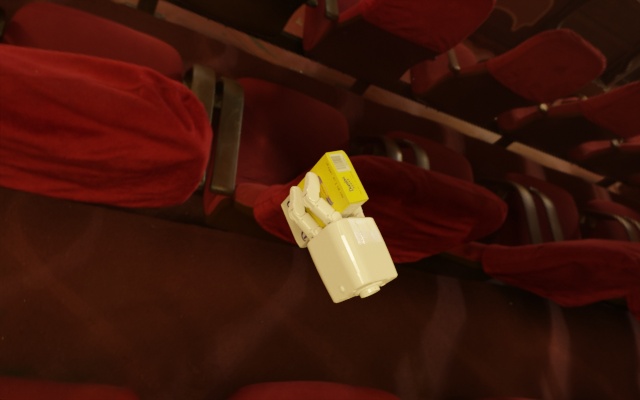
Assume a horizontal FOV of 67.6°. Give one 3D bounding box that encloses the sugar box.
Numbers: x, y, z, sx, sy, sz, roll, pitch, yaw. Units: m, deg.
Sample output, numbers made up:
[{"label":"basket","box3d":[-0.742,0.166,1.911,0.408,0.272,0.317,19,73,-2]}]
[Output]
[{"label":"sugar box","box3d":[0.000,0.003,0.800,0.048,0.093,0.176,-10,-23,-38]}]
